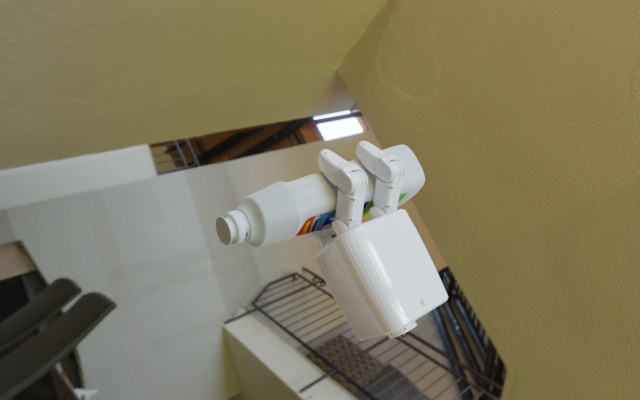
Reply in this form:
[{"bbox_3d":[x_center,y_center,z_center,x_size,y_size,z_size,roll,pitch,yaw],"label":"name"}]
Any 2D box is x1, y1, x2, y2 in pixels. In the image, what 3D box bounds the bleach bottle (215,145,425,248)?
[{"bbox_3d":[0.000,0.002,0.525,0.251,0.068,0.103,-18,-15,-38],"label":"bleach bottle"}]
